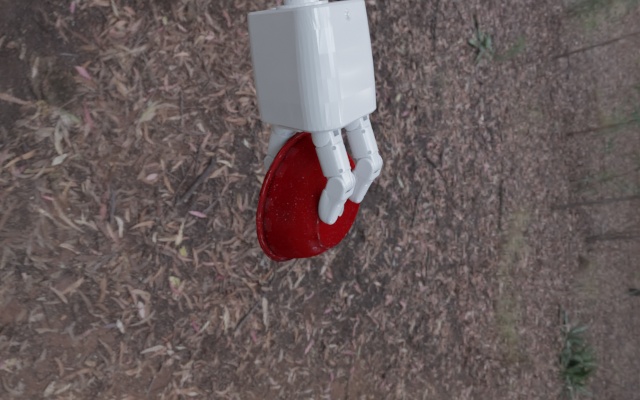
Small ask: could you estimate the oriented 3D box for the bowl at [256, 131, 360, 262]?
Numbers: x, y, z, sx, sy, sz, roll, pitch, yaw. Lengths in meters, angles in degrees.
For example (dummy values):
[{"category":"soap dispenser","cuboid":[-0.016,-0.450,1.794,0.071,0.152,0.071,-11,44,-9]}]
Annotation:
[{"category":"bowl","cuboid":[0.001,0.003,0.535,0.055,0.162,0.162,20,10,28]}]
